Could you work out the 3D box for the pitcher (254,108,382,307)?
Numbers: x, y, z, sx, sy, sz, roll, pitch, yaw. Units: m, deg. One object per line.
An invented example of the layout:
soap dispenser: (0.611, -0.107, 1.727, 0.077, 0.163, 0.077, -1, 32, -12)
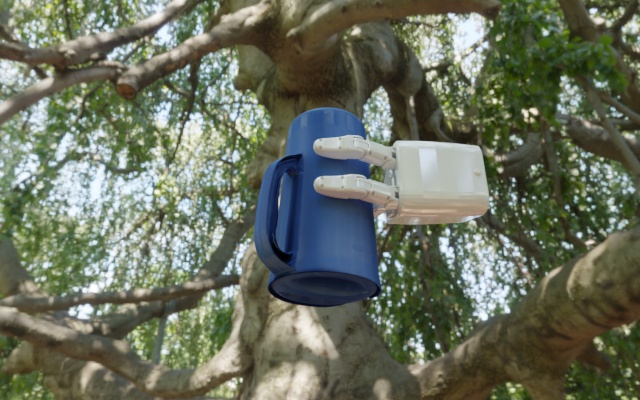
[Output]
pitcher: (0.000, 0.002, 0.603, 0.145, 0.242, 0.149, 1, -28, -1)
